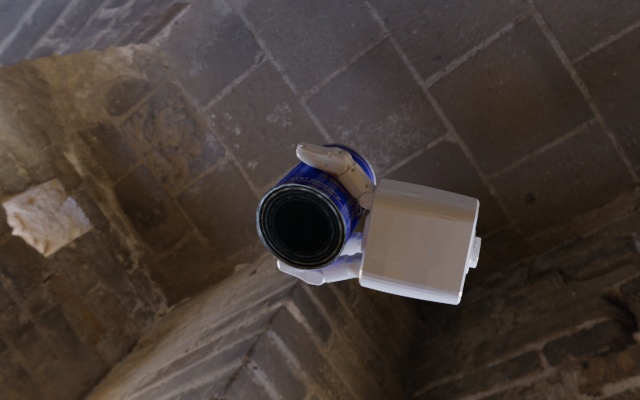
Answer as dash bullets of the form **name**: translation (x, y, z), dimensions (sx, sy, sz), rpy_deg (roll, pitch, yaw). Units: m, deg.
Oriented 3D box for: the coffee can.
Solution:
- **coffee can**: translation (0.000, 0.002, 0.560), dimensions (0.103, 0.103, 0.140), rpy_deg (0, 23, 20)
